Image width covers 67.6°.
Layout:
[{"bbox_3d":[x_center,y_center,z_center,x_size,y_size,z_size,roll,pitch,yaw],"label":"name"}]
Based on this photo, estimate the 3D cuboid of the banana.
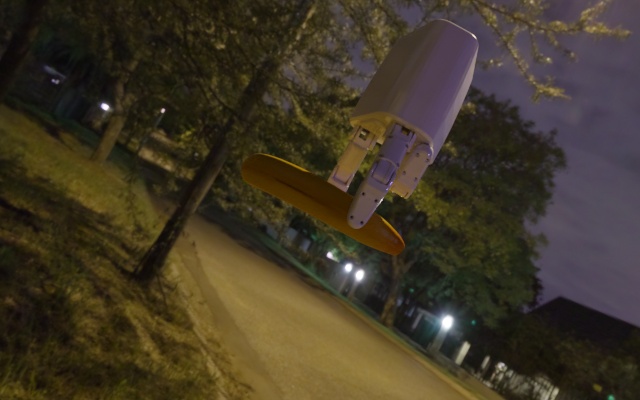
[{"bbox_3d":[-0.009,-0.005,0.465,0.197,0.037,0.070,26,-5,24],"label":"banana"}]
